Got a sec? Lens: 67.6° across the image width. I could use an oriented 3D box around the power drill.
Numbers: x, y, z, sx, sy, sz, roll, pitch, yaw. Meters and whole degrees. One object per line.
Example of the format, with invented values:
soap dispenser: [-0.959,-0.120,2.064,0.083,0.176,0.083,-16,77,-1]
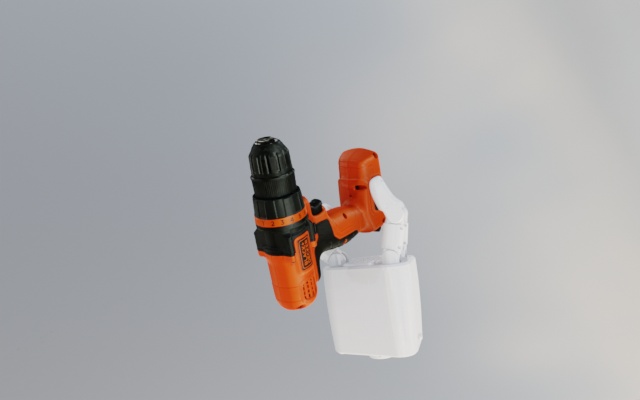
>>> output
power drill: [0.000,0.002,0.533,0.057,0.184,0.187,9,26,37]
